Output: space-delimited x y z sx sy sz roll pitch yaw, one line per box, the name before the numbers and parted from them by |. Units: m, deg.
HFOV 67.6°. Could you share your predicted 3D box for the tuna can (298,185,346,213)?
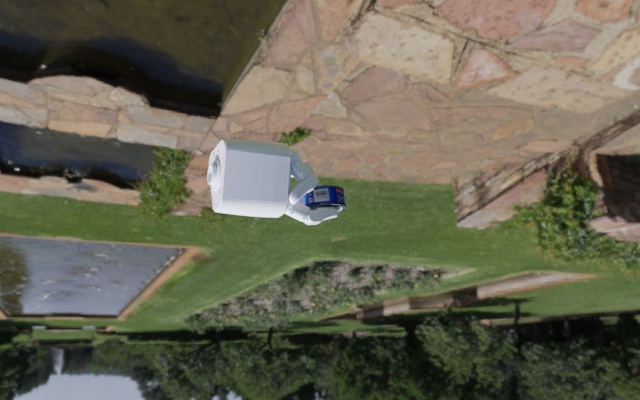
tuna can | 0.000 0.003 0.823 0.086 0.033 0.086 -7 -16 -2
